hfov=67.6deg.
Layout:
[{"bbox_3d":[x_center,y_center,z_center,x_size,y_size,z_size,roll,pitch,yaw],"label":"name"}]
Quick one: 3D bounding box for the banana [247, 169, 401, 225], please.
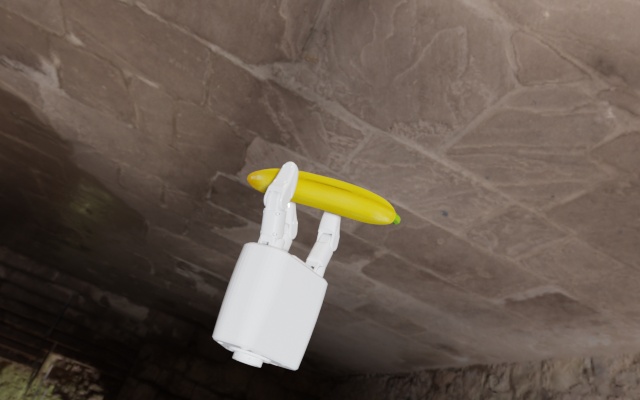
[{"bbox_3d":[0.006,-0.003,0.566,0.198,0.037,0.070,18,-20,-1],"label":"banana"}]
